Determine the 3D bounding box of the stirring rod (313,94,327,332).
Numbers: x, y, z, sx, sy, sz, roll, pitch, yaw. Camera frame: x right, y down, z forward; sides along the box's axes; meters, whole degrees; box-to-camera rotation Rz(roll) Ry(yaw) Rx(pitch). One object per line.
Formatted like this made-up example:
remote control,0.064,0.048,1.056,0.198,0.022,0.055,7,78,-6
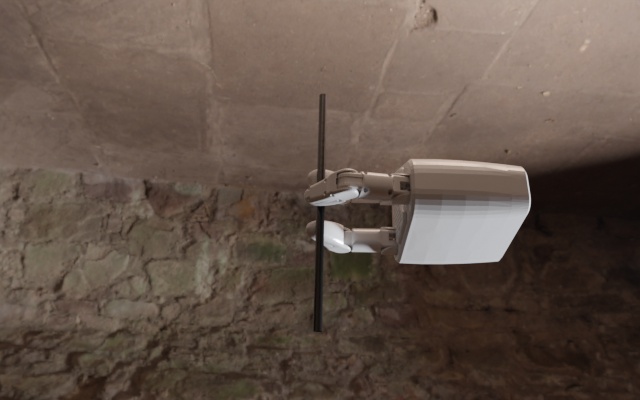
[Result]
stirring rod,0.000,0.001,0.457,0.011,0.239,0.011,1,-22,0
